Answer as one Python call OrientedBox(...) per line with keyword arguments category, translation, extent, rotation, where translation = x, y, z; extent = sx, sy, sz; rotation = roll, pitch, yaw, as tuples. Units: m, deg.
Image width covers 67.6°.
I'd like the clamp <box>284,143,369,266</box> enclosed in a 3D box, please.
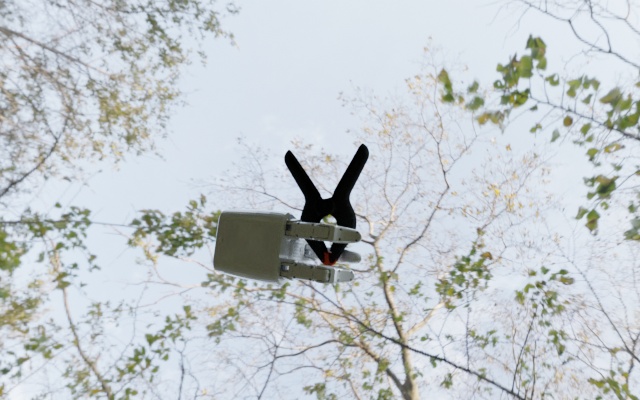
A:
OrientedBox(category="clamp", translation=(0.000, 0.002, 0.661), extent=(0.120, 0.171, 0.039), rotation=(5, -6, 22))
